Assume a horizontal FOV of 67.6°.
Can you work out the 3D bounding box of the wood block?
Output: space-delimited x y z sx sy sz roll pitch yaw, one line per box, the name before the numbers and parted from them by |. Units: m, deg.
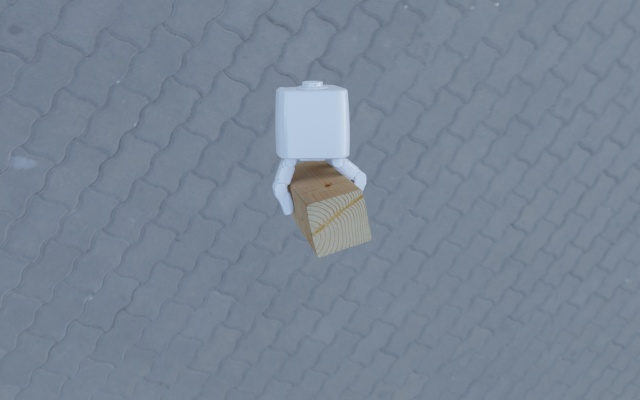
wood block | 0.000 0.002 0.801 0.091 0.090 0.206 -17 22 -11
